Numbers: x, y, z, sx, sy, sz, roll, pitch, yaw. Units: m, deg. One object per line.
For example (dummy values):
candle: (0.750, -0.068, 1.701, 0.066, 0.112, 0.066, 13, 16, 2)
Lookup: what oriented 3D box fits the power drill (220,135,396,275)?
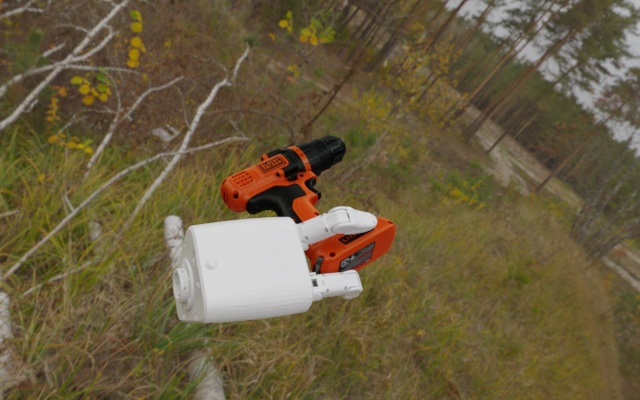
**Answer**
power drill: (0.000, 0.002, 0.577, 0.184, 0.057, 0.187, -29, 54, -27)
